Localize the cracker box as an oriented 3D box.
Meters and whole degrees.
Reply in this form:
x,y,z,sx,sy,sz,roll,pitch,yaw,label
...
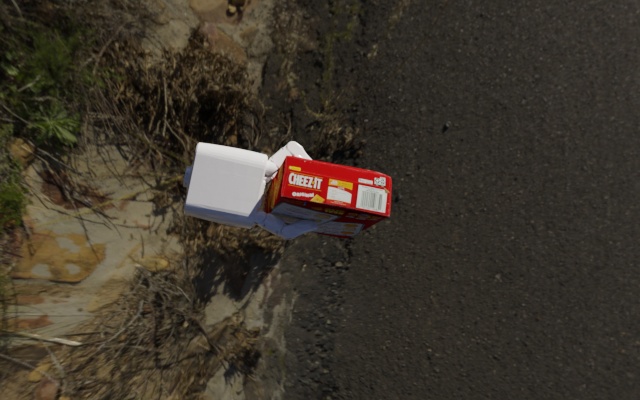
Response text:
x,y,z,sx,sy,sz,roll,pitch,yaw,label
0.000,0.003,0.776,0.164,0.072,0.214,10,-15,-12,cracker box
